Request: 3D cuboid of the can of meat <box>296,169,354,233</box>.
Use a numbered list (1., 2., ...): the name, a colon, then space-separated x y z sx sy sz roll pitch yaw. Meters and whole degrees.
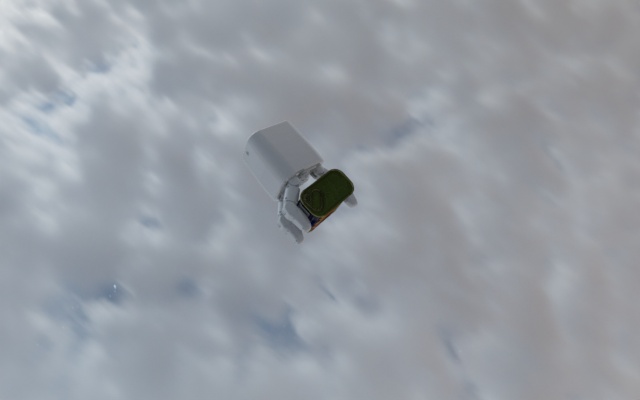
1. can of meat: 0.000 0.003 0.845 0.102 0.057 0.084 -39 -8 -30
